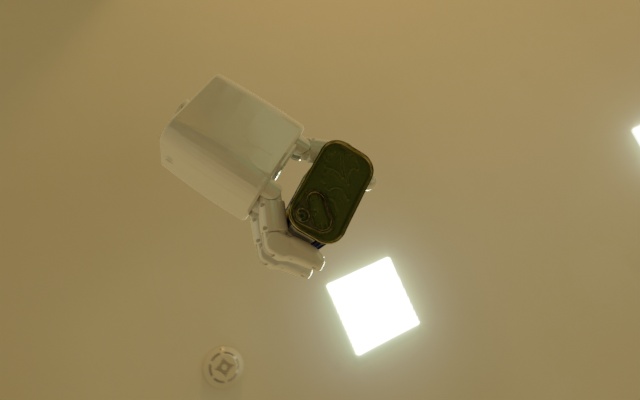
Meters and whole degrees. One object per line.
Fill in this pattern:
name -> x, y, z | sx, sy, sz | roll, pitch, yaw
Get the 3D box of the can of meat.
can of meat -> 0.000, 0.002, 0.485 | 0.057, 0.102, 0.084 | 31, -23, -7
